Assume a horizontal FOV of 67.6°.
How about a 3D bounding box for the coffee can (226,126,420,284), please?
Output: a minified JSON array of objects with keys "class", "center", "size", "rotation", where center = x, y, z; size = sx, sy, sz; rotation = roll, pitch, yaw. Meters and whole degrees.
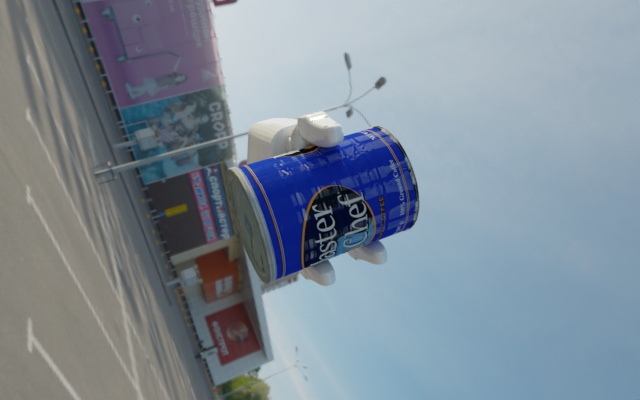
[{"class":"coffee can","center":[0.000,0.001,0.423],"size":[0.140,0.103,0.103],"rotation":[-19,6,-18]}]
